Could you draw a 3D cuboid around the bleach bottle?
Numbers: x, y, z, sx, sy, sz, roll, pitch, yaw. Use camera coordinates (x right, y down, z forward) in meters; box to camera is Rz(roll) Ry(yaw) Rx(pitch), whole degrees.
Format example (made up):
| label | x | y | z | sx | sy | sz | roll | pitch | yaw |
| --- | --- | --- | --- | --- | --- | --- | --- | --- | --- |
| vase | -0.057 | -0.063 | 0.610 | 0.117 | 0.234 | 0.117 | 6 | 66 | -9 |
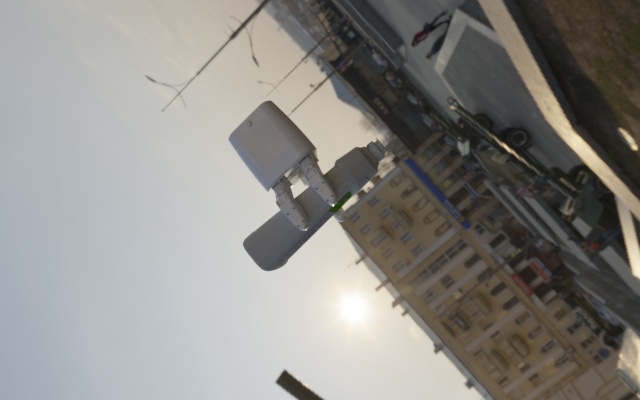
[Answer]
| label | x | y | z | sx | sy | sz | roll | pitch | yaw |
| --- | --- | --- | --- | --- | --- | --- | --- | --- | --- |
| bleach bottle | 0.000 | 0.002 | 0.718 | 0.251 | 0.068 | 0.102 | -42 | -8 | 11 |
